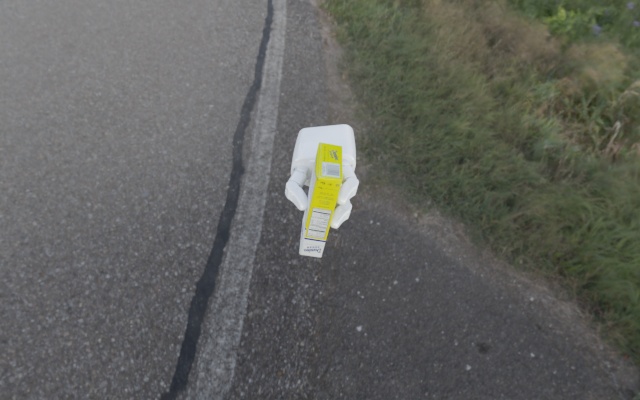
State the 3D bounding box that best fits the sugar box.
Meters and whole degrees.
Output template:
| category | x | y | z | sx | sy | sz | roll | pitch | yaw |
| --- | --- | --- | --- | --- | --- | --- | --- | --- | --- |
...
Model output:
| category | x | y | z | sx | sy | sz | roll | pitch | yaw |
| --- | --- | --- | --- | --- | --- | --- | --- | --- | --- |
| sugar box | 0.001 | 0.003 | 0.797 | 0.048 | 0.176 | 0.093 | 7 | 41 | -3 |
